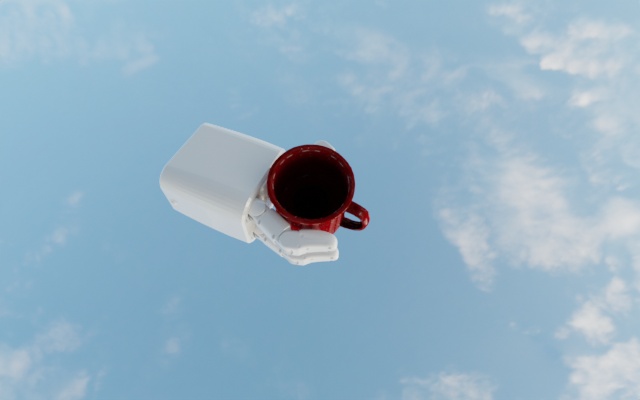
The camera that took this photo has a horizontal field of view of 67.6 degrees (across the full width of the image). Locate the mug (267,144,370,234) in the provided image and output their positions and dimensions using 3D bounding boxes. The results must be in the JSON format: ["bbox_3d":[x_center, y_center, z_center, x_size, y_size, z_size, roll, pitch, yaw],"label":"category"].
[{"bbox_3d":[0.001,0.002,0.534,0.117,0.093,0.081,22,-22,8],"label":"mug"}]
